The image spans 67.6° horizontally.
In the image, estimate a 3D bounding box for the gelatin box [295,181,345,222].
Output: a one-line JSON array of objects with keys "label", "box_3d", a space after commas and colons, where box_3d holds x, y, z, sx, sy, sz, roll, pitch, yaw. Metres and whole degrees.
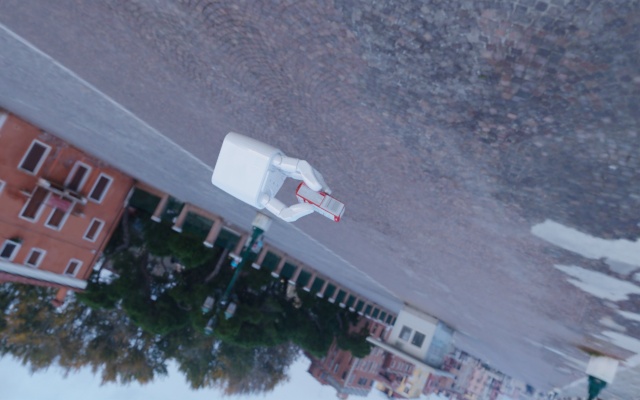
[{"label": "gelatin box", "box_3d": [0.000, 0.003, 0.860, 0.089, 0.030, 0.073, 29, -8, 7]}]
